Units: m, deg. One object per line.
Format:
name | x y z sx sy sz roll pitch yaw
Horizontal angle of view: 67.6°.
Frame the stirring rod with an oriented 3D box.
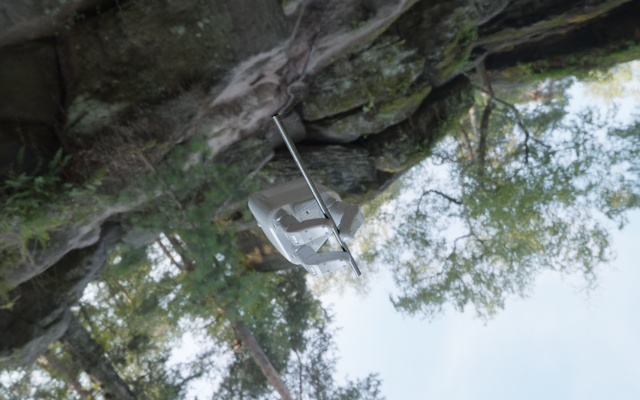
stirring rod | 0.000 0.002 0.581 0.011 0.240 0.011 -22 26 11
